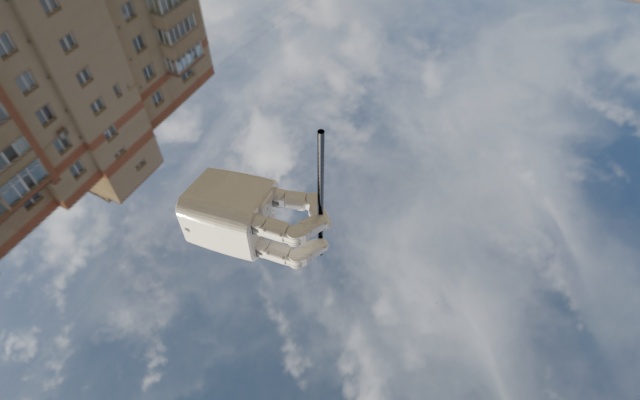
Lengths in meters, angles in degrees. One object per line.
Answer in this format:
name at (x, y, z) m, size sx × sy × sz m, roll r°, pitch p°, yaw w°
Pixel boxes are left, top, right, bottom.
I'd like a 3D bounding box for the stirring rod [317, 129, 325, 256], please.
stirring rod at (0.000, 0.002, 0.602) m, size 0.011 × 0.011 × 0.240 m, roll 0°, pitch -39°, yaw 0°
